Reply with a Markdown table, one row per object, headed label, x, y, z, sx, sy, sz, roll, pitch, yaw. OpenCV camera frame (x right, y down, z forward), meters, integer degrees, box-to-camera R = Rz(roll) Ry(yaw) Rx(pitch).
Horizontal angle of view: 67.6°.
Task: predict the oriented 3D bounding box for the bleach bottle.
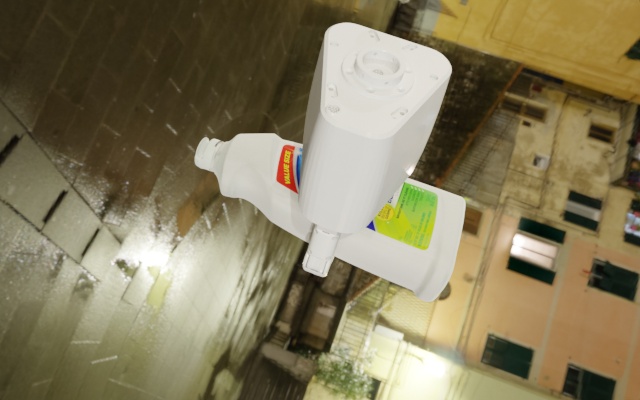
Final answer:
| label | x | y | z | sx | sy | sz | roll | pitch | yaw |
| --- | --- | --- | --- | --- | --- | --- | --- | --- | --- |
| bleach bottle | 0.000 | 0.001 | 0.444 | 0.251 | 0.102 | 0.068 | 20 | -36 | 5 |
